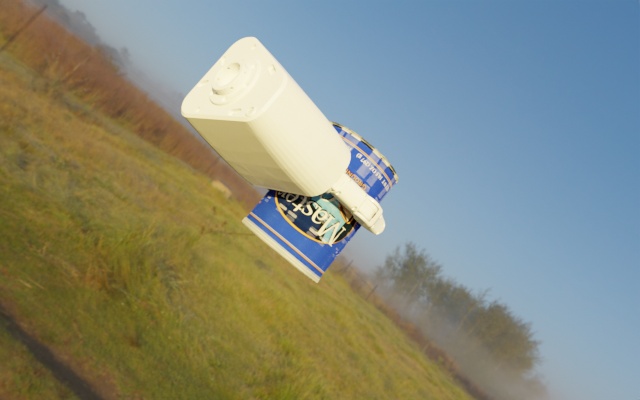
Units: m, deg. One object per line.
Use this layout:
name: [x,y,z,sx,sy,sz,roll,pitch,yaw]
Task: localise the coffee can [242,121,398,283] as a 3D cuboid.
coffee can: [0.000,0.002,0.511,0.103,0.140,0.103,39,-7,6]
